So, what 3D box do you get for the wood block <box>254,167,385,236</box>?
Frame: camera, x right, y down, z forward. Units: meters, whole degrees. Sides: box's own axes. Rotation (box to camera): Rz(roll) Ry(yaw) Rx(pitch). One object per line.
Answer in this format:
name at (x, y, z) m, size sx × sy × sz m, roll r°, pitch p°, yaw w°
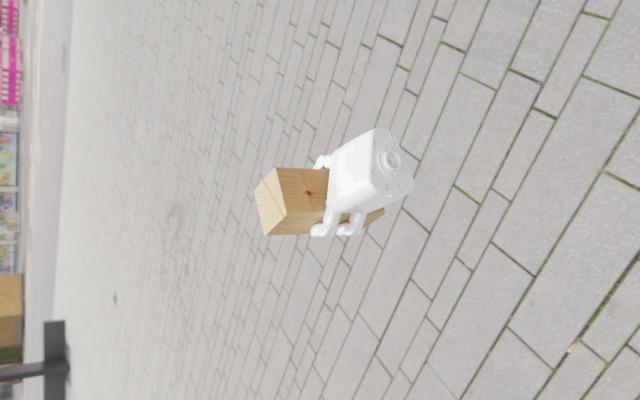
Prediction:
wood block at (0.000, 0.002, 0.853) m, size 0.206 × 0.090 × 0.090 m, roll 1°, pitch -27°, yaw -34°
